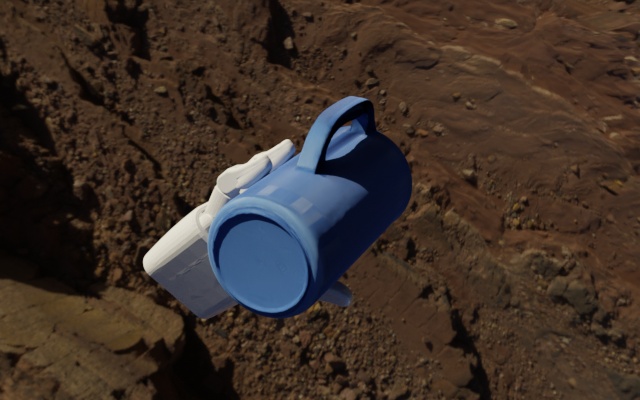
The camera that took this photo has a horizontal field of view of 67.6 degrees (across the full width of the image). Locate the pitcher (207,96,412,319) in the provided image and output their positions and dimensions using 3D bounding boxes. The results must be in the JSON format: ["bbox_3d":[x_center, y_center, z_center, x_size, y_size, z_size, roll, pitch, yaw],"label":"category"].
[{"bbox_3d":[0.000,0.002,0.475,0.145,0.149,0.242,-32,3,30],"label":"pitcher"}]
